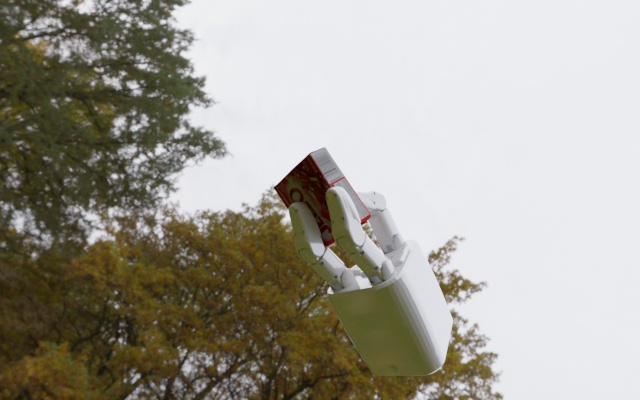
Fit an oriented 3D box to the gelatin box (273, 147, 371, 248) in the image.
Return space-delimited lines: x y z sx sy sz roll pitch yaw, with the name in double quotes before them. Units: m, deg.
"gelatin box" 0.000 0.001 0.497 0.030 0.089 0.073 -28 -8 -45
